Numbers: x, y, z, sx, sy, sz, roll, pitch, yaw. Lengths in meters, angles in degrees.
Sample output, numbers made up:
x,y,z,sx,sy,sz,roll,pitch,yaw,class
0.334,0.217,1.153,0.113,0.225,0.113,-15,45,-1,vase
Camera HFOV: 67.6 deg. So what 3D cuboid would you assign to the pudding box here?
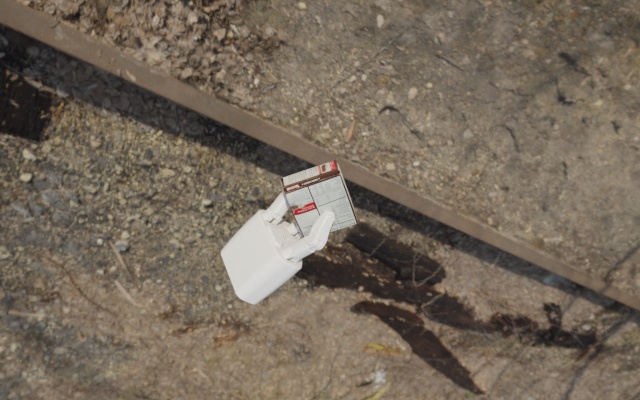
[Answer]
x,y,z,sx,sy,sz,roll,pitch,yaw,class
0.000,0.002,0.721,0.090,0.114,0.039,-19,44,3,pudding box
